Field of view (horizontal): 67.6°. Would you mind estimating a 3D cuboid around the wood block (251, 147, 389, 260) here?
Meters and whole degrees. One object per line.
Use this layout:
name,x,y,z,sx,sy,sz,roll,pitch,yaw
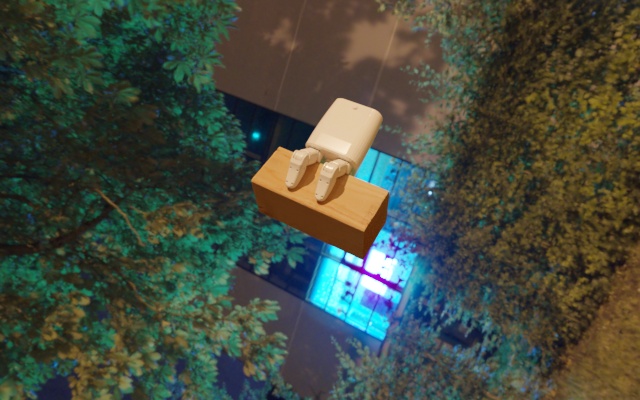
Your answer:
wood block,0.000,0.002,0.794,0.206,0.090,0.091,24,-31,20
